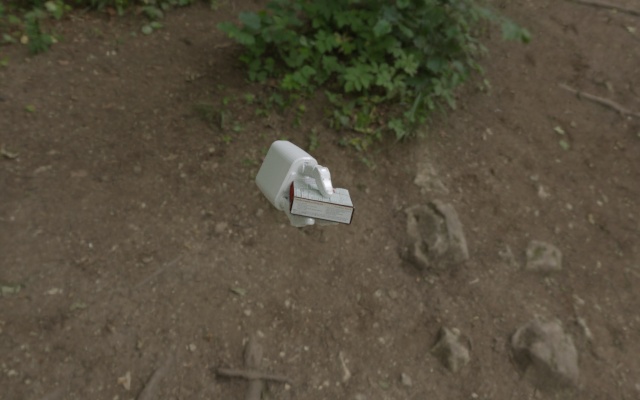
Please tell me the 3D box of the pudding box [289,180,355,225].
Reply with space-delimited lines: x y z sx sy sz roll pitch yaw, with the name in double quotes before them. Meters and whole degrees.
"pudding box" 0.000 0.003 0.861 0.113 0.039 0.090 9 21 -7
